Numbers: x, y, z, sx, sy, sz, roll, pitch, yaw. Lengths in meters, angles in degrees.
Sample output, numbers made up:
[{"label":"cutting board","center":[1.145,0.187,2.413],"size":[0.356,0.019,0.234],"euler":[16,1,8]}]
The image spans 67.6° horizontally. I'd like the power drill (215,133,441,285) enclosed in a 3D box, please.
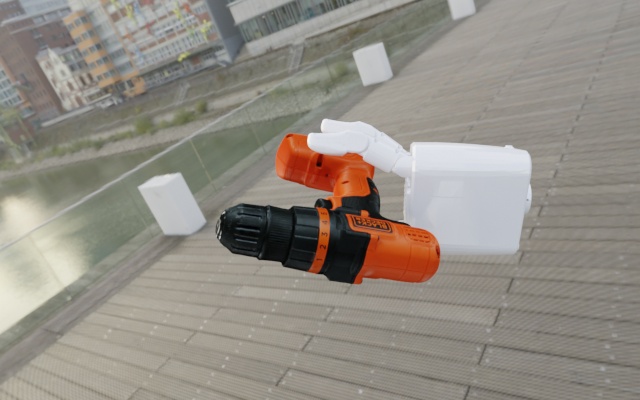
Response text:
[{"label":"power drill","center":[0.000,0.001,0.443],"size":[0.184,0.057,0.187],"euler":[12,29,-15]}]
